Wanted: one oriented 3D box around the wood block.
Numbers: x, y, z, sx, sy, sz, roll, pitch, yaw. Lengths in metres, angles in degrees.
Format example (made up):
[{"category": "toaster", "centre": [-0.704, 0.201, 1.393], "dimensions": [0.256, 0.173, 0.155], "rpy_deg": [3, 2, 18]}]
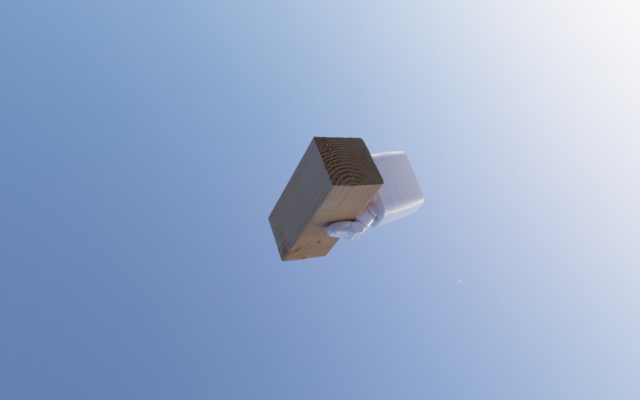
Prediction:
[{"category": "wood block", "centre": [0.001, 0.003, 0.751], "dimensions": [0.090, 0.090, 0.206], "rpy_deg": [-3, -35, -30]}]
